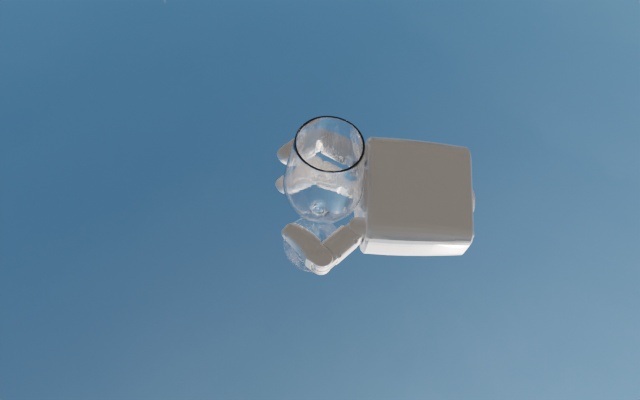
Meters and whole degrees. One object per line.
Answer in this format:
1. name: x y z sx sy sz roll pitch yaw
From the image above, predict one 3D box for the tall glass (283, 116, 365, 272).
1. tall glass: 0.000 0.002 0.494 0.079 0.079 0.201 0 -31 -5
